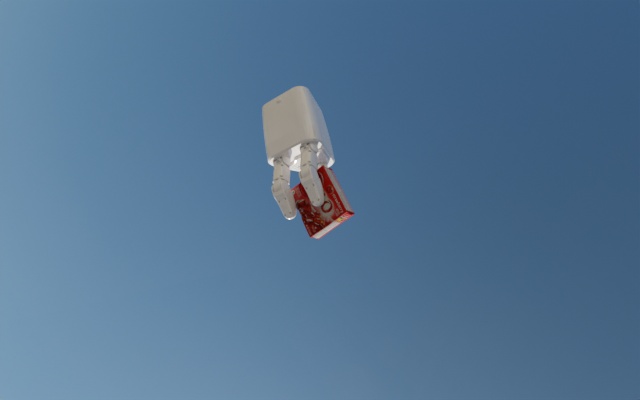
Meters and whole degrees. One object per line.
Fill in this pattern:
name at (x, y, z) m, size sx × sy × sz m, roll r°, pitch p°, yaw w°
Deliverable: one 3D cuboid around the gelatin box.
gelatin box at (0.000, 0.003, 0.731) m, size 0.073 × 0.089 × 0.030 m, roll -36°, pitch -26°, yaw 21°
